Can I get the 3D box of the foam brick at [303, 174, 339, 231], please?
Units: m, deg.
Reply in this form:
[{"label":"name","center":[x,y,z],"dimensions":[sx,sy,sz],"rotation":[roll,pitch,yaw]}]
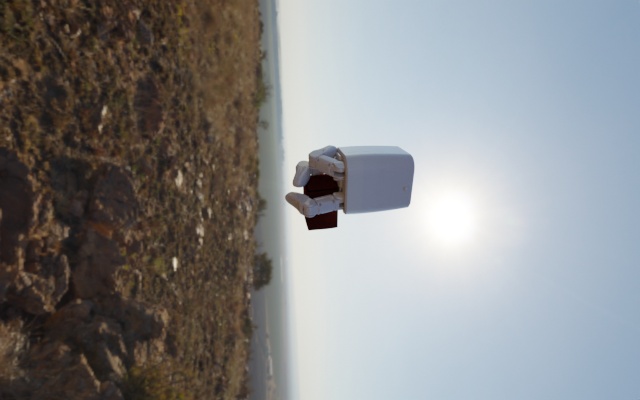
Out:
[{"label":"foam brick","center":[0.000,0.003,0.780],"dimensions":[0.051,0.078,0.053],"rotation":[-5,34,-8]}]
